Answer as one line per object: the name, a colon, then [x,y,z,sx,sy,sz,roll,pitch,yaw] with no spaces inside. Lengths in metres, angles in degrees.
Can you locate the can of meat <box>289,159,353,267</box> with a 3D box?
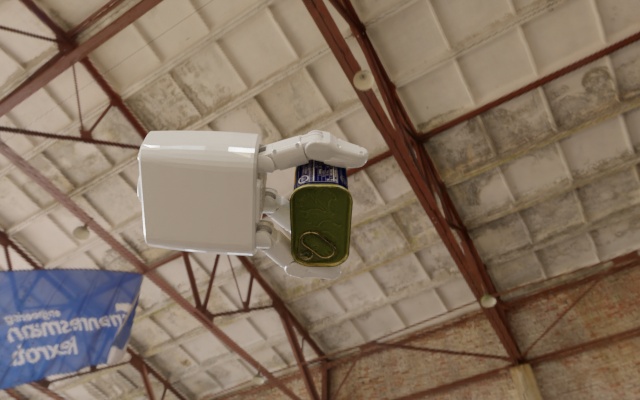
can of meat: [0.000,0.001,0.480,0.057,0.102,0.084,0,38,0]
